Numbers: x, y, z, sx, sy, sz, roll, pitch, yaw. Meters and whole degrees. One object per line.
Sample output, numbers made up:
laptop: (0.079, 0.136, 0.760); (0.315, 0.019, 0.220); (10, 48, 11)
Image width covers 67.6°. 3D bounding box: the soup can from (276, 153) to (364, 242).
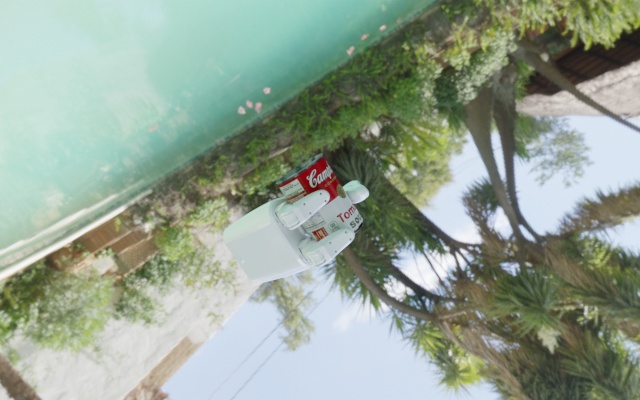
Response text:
soup can: (0.001, 0.002, 0.596); (0.068, 0.102, 0.068); (-32, 9, 6)
